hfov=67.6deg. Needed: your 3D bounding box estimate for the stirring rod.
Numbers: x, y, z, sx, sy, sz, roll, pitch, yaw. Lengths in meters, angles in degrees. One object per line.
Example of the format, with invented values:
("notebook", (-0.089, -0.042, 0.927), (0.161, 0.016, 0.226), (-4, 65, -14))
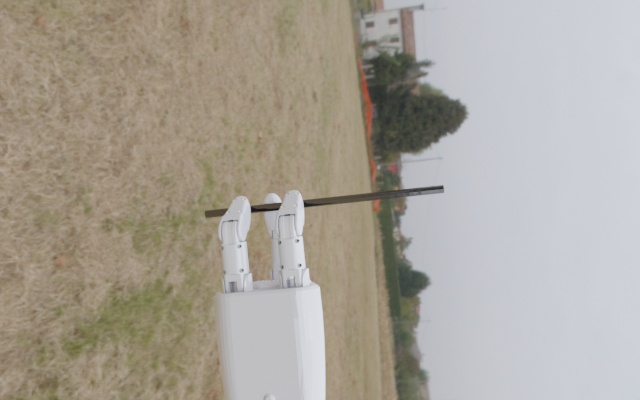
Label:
("stirring rod", (0.000, 0.002, 0.477), (0.239, 0.011, 0.011), (-6, -1, 8))
